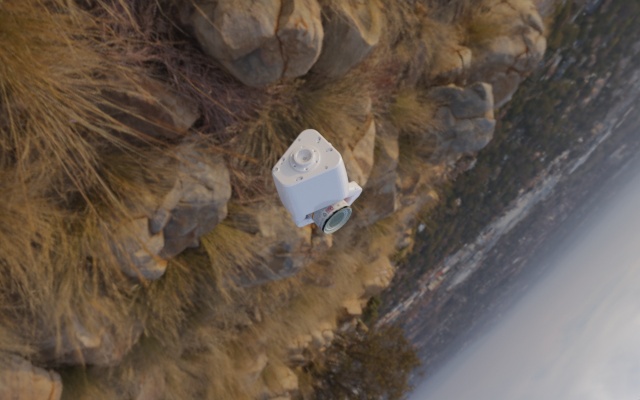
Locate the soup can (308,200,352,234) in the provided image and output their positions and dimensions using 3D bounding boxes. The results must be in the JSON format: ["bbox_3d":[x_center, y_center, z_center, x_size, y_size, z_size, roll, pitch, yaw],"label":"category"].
[{"bbox_3d":[0.000,0.003,0.872,0.102,0.068,0.068,47,25,25],"label":"soup can"}]
